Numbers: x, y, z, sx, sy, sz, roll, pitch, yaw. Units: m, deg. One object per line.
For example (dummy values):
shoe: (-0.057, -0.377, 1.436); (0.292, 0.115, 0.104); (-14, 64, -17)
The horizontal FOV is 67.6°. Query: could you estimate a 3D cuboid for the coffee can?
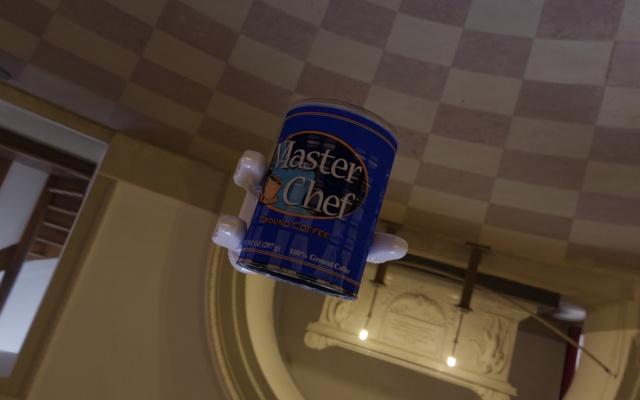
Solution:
coffee can: (0.000, 0.001, 0.401); (0.103, 0.140, 0.103); (16, -14, 4)
